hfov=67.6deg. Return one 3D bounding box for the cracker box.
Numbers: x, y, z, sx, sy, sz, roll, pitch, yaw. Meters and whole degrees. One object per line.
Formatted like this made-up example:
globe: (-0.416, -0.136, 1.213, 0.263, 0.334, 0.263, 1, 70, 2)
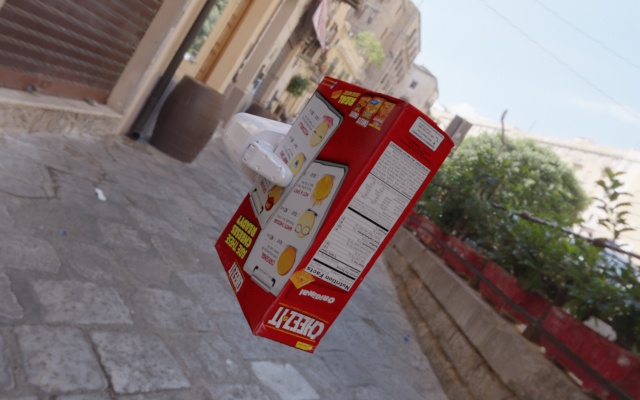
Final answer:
cracker box: (0.000, 0.001, 0.439, 0.072, 0.214, 0.164, 30, 7, -30)
